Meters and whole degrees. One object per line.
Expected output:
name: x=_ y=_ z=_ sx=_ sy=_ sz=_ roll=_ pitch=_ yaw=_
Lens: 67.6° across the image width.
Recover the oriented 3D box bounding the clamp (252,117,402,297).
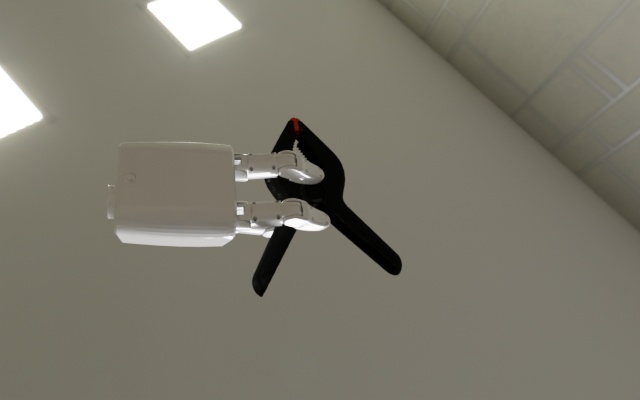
clamp: x=0.000 y=0.002 z=0.532 sx=0.164 sy=0.210 sz=0.036 roll=2 pitch=-28 yaw=-19
